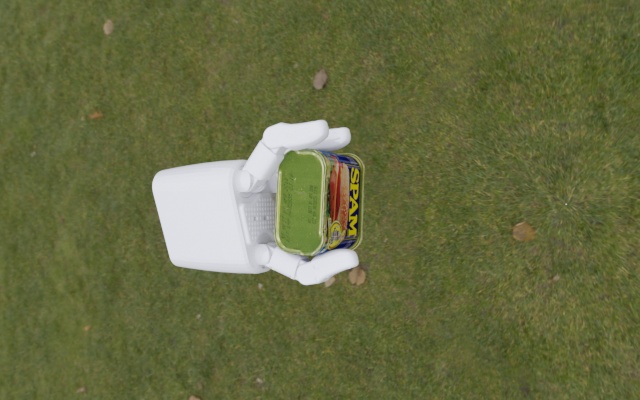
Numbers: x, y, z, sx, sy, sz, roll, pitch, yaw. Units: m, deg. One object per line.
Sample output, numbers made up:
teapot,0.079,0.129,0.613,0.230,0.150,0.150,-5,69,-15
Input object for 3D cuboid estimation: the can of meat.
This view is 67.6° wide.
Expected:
can of meat,0.000,0.002,0.464,0.057,0.102,0.084,3,1,28
